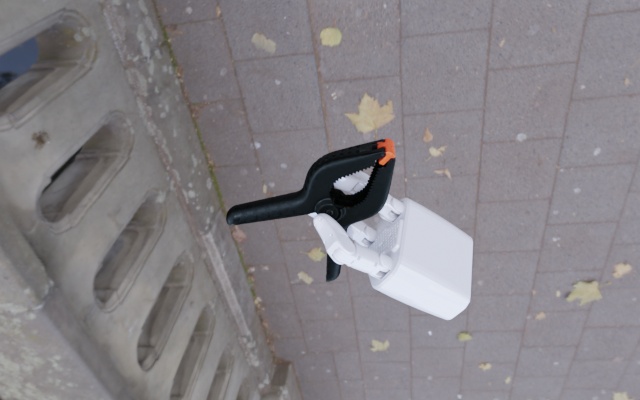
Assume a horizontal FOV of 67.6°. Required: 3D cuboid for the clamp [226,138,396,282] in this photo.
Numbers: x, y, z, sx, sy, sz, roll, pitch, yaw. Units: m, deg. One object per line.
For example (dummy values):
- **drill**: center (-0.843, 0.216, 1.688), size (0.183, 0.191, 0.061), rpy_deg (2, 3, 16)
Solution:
- **clamp**: center (0.001, 0.002, 0.541), size (0.164, 0.036, 0.210), rpy_deg (27, -54, -18)
